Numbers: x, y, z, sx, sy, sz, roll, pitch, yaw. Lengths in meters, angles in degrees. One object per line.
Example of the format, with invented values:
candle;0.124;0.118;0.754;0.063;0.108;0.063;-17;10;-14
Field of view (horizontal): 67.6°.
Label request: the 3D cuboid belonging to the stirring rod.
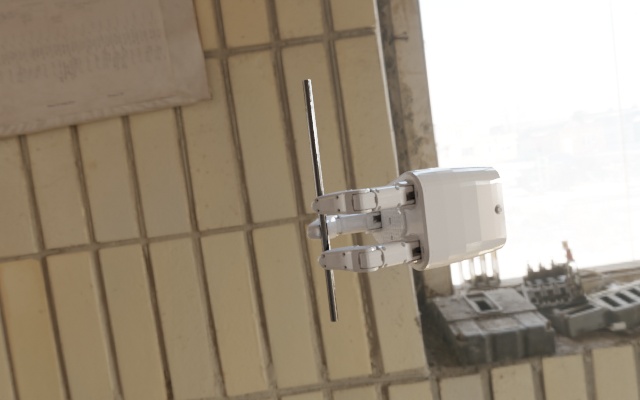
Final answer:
stirring rod;0.000;0.002;0.475;0.011;0.239;0.011;-7;3;0
